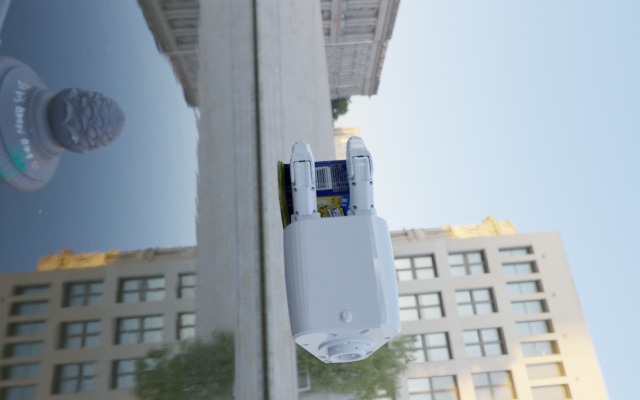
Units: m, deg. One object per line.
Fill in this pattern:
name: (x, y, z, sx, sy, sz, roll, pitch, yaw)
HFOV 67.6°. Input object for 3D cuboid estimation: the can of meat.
can of meat: (0.000, 0.002, 0.508, 0.084, 0.057, 0.102, -4, -35, -2)
